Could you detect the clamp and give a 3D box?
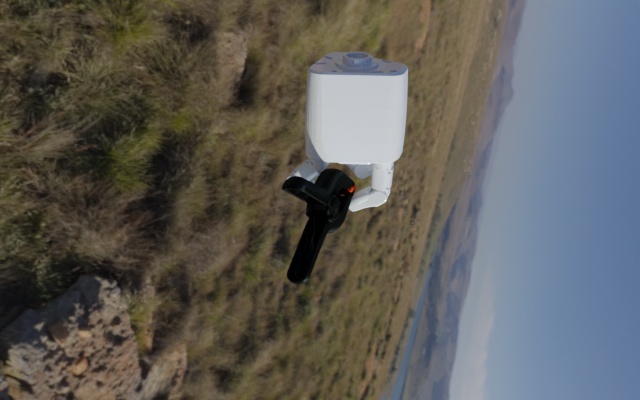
[{"bbox_3d":[0.001,0.002,0.551,0.039,0.120,0.171,12,33,17],"label":"clamp"}]
